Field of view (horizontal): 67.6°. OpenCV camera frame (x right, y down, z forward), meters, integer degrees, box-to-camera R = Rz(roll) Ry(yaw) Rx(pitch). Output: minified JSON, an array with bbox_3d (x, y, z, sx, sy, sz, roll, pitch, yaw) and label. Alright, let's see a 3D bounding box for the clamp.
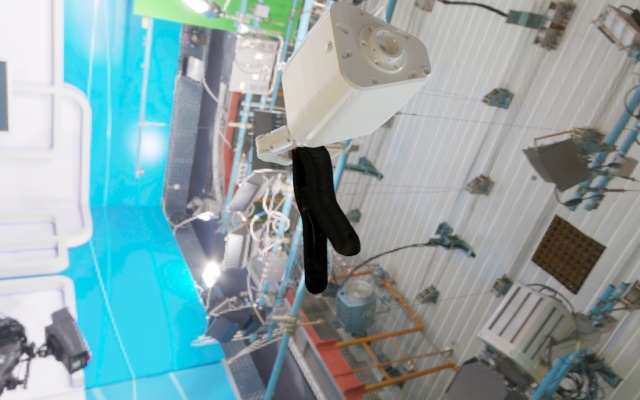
[{"bbox_3d":[0.001,0.001,0.487,0.039,0.171,0.120,-2,-19,-26],"label":"clamp"}]
